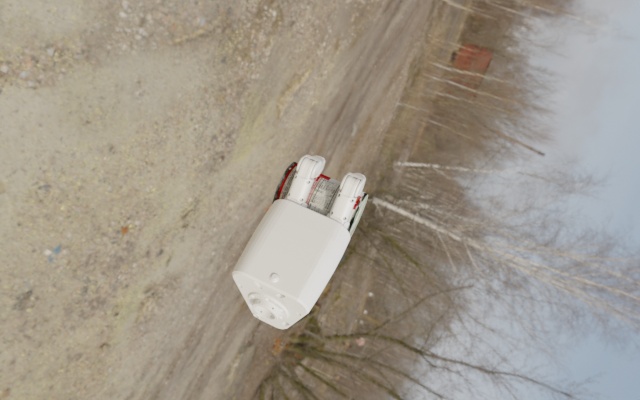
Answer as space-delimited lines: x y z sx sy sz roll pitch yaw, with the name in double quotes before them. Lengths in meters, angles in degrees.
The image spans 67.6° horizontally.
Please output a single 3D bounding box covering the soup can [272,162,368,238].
"soup can" 0.001 0.002 0.597 0.102 0.068 0.068 24 4 10
